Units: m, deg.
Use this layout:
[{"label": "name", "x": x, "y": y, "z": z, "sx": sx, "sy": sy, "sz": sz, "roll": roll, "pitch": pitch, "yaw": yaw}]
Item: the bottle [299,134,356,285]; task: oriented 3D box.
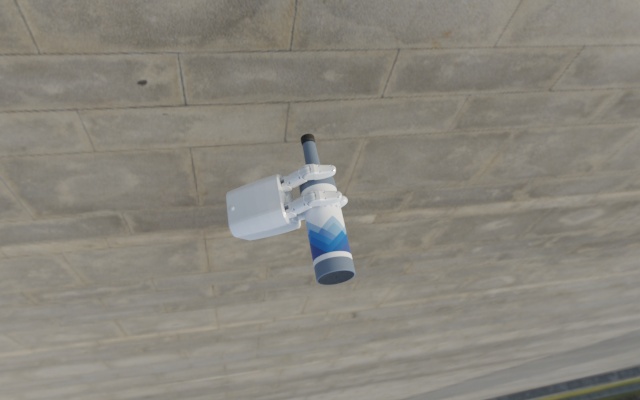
[{"label": "bottle", "x": 0.000, "y": 0.003, "z": 0.866, "sx": 0.069, "sy": 0.295, "sz": 0.069, "roll": -9, "pitch": -29, "yaw": -5}]
